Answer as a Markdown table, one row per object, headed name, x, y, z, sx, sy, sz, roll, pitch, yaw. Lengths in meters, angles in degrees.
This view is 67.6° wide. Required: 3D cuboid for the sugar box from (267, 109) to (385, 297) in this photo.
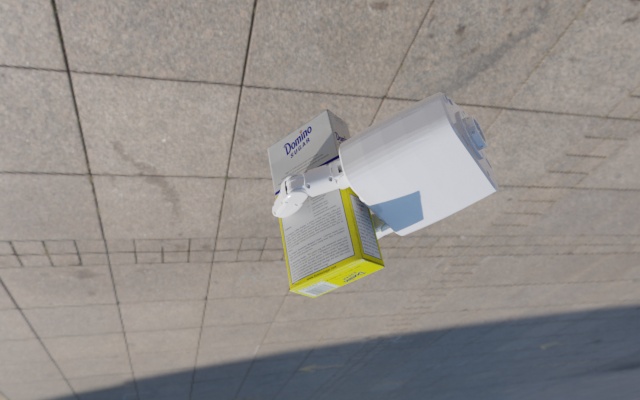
| name | x | y | z | sx | sy | sz | roll | pitch | yaw |
| --- | --- | --- | --- | --- | --- | --- | --- | --- | --- |
| sugar box | 0.001 | 0.002 | 0.501 | 0.093 | 0.176 | 0.048 | -28 | -35 | 29 |
